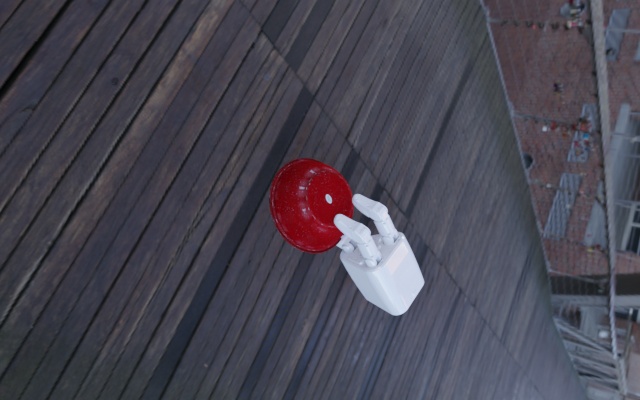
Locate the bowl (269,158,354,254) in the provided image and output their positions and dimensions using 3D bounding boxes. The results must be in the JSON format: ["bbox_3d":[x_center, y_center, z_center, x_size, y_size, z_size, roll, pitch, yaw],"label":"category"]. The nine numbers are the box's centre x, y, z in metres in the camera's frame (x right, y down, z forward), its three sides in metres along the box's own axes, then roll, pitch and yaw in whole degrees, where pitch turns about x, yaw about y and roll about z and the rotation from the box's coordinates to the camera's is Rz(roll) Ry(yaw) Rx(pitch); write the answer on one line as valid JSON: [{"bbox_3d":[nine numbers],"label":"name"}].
[{"bbox_3d":[-0.001,0.002,0.772,0.162,0.162,0.055,0,-11,-36],"label":"bowl"}]
